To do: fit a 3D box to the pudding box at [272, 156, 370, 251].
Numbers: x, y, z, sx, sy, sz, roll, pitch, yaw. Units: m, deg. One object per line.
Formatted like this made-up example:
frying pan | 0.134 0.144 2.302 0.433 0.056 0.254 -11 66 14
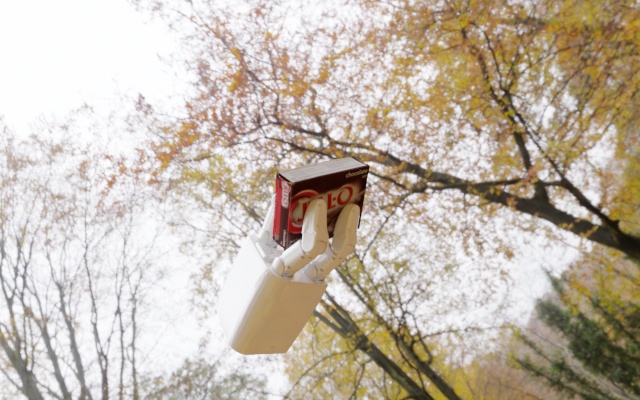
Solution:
pudding box | 0.000 0.002 0.559 0.113 0.090 0.039 -17 38 -35
